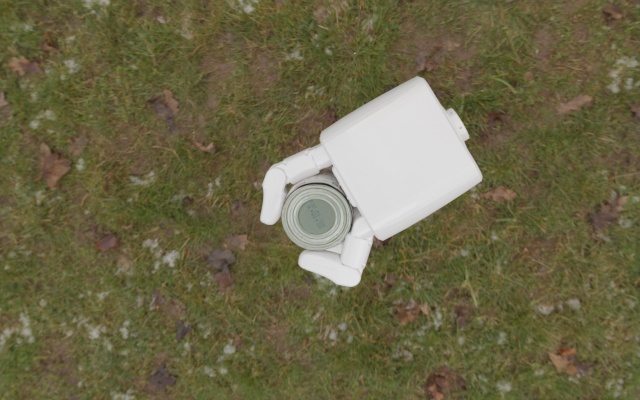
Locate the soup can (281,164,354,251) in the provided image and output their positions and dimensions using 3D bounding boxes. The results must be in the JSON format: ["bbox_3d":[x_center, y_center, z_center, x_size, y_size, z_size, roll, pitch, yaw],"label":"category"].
[{"bbox_3d":[0.000,0.002,0.482,0.068,0.068,0.102,0,17,4],"label":"soup can"}]
